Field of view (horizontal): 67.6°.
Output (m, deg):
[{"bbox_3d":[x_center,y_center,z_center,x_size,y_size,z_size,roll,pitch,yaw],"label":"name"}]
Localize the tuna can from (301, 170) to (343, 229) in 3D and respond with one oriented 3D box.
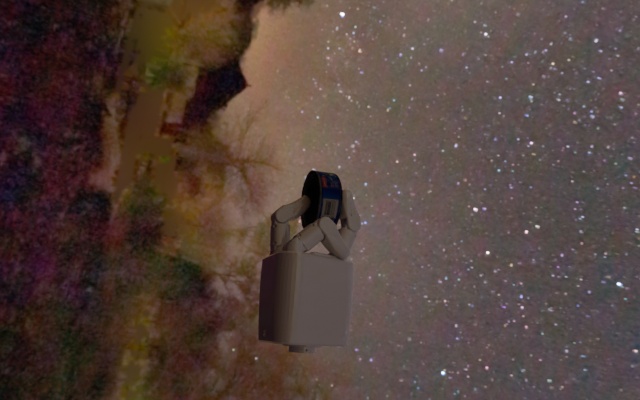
[{"bbox_3d":[0.001,0.002,0.663,0.034,0.086,0.086,6,-2,-19],"label":"tuna can"}]
